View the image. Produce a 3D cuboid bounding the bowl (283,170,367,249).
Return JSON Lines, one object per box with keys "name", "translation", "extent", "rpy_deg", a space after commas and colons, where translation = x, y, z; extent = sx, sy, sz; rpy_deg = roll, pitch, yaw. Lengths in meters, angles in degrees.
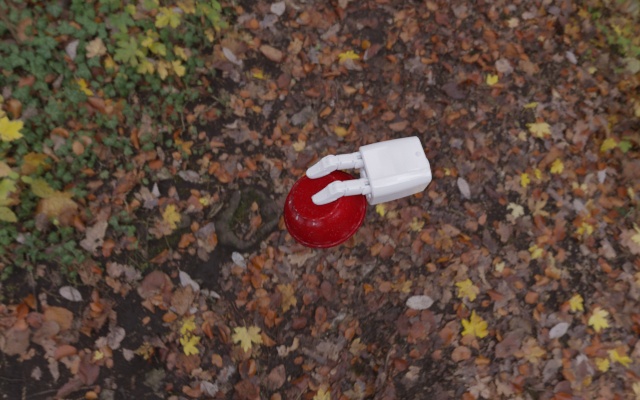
{"name": "bowl", "translation": [-0.001, 0.003, 0.863], "extent": [0.162, 0.162, 0.055], "rpy_deg": [0, -24, 18]}
